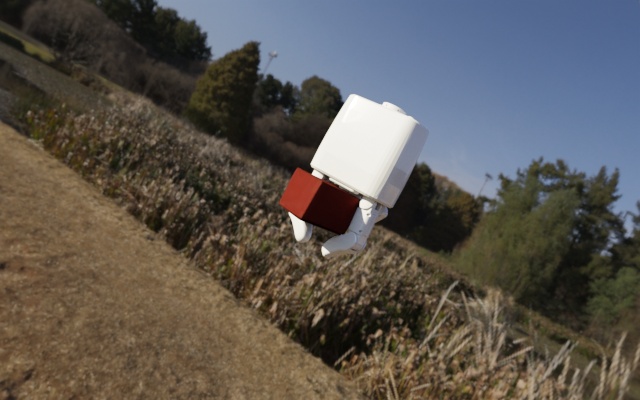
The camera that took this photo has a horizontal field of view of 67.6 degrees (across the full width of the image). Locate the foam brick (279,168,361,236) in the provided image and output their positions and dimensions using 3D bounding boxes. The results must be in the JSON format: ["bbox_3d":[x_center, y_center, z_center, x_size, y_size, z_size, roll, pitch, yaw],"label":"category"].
[{"bbox_3d":[0.000,0.002,0.577,0.078,0.051,0.053,23,7,-44],"label":"foam brick"}]
